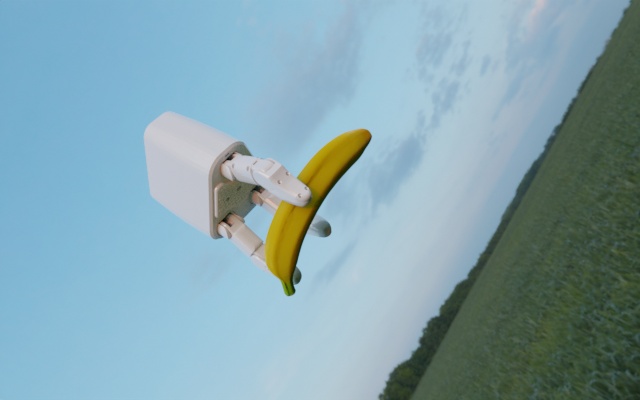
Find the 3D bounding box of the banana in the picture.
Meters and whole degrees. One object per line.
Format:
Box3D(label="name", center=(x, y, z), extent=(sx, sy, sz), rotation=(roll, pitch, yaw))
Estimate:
Box3D(label="banana", center=(-0.008, -0.001, 0.488), extent=(0.037, 0.198, 0.070), rotation=(25, -8, 26))
